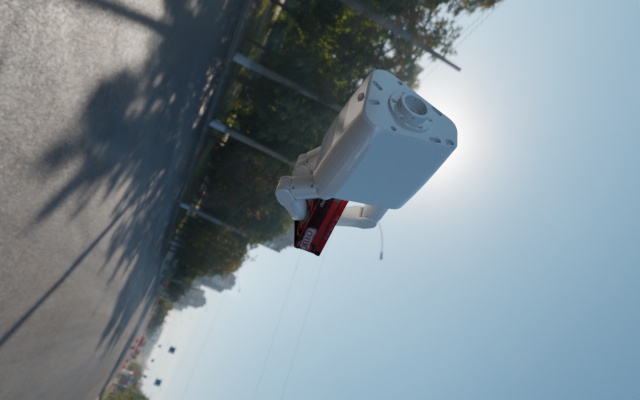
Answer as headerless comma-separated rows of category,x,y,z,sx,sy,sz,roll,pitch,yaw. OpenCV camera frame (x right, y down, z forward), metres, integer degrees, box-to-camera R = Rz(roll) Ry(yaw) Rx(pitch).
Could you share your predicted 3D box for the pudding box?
pudding box,0.000,0.002,0.590,0.039,0.090,0.113,24,21,-11
